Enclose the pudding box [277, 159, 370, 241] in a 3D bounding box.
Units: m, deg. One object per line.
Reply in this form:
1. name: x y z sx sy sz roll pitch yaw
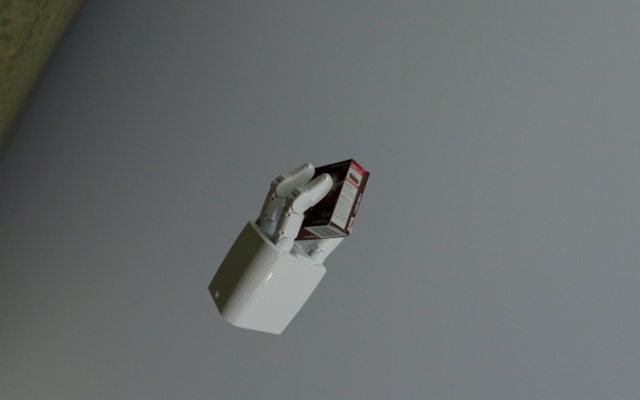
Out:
1. pudding box: 0.000 0.002 0.593 0.039 0.090 0.113 35 -26 -33
